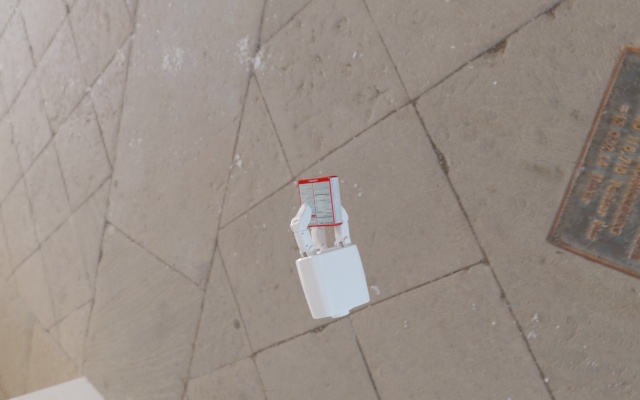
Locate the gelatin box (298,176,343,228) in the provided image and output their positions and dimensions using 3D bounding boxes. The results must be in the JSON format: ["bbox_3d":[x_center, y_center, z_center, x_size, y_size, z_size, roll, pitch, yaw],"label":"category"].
[{"bbox_3d":[0.000,0.003,0.858,0.073,0.089,0.030,-5,4,38],"label":"gelatin box"}]
